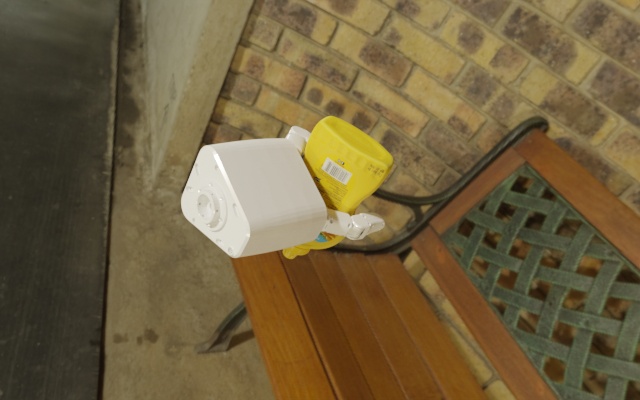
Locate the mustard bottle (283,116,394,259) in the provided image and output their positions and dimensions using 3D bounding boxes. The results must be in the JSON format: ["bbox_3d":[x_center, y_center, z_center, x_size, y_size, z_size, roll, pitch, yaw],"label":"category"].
[{"bbox_3d":[0.000,0.002,0.573,0.096,0.192,0.058,34,32,4],"label":"mustard bottle"}]
